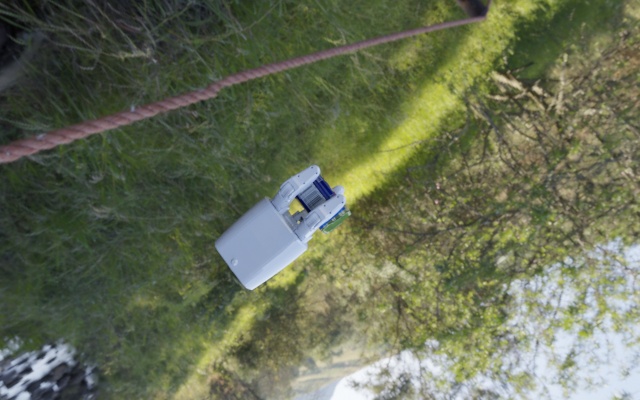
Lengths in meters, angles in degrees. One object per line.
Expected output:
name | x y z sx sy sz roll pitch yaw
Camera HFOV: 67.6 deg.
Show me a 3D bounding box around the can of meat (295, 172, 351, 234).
can of meat | 0.000 0.003 0.722 0.057 0.084 0.102 -38 -8 1
